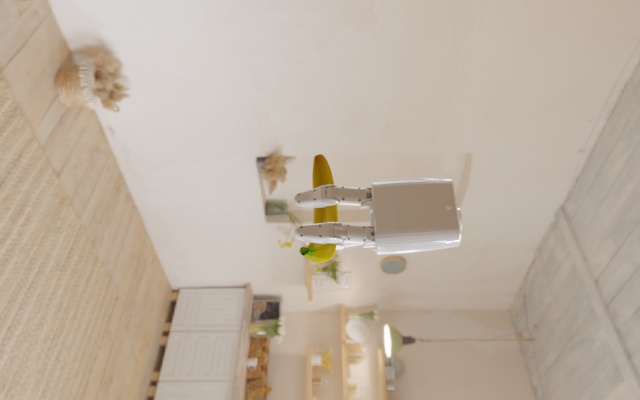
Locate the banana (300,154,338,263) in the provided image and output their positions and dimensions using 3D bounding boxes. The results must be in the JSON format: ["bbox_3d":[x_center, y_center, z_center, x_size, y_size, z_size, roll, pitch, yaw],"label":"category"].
[{"bbox_3d":[0.004,0.018,0.669,0.037,0.070,0.197,-7,42,11],"label":"banana"}]
